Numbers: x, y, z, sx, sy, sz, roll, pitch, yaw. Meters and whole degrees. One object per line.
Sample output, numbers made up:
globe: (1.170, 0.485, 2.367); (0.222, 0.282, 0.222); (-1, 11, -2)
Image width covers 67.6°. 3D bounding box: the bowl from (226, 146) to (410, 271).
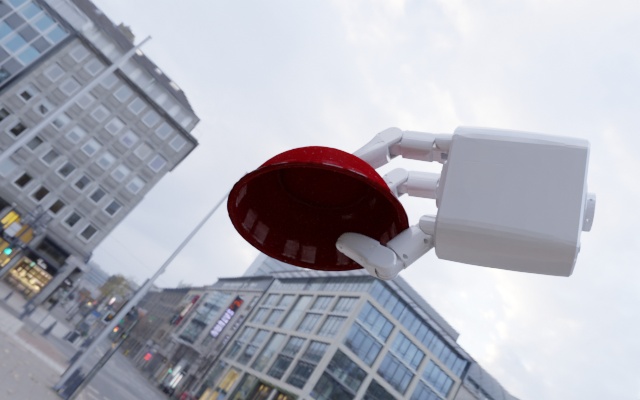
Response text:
bowl: (-0.001, 0.001, 0.436); (0.162, 0.055, 0.162); (6, -38, 5)
